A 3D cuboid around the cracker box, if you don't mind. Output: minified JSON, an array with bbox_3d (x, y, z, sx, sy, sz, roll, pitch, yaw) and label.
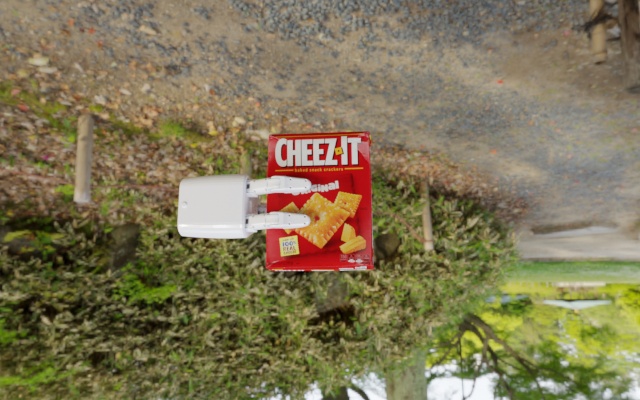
[{"bbox_3d":[0.000,0.003,0.753,0.164,0.213,0.072,-1,-11,5],"label":"cracker box"}]
